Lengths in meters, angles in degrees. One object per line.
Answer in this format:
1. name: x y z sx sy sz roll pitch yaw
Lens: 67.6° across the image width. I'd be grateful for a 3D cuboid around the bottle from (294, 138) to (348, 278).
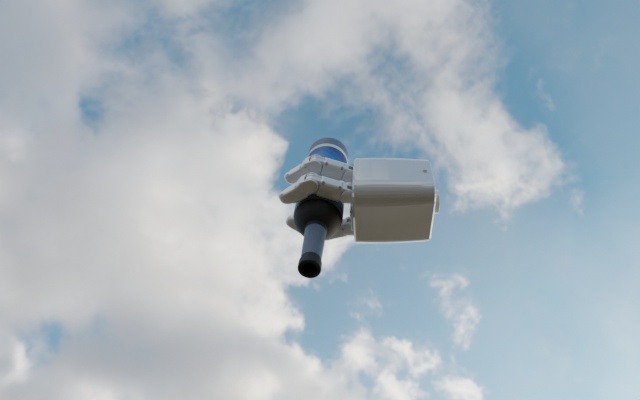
1. bottle: 0.000 0.002 0.671 0.069 0.069 0.295 0 32 6
